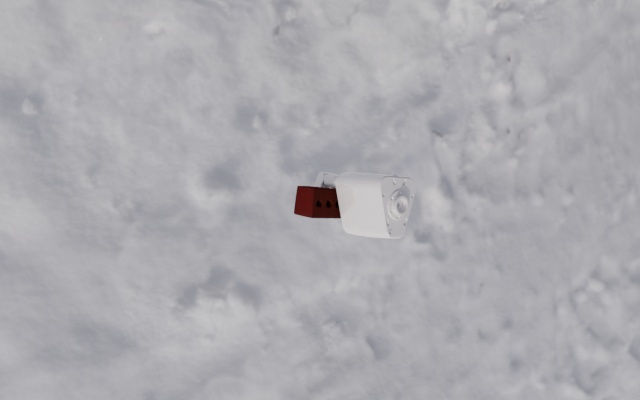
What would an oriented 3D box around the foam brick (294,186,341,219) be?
[{"bbox_3d":[0.000,0.003,0.856,0.078,0.053,0.051,1,7,-39],"label":"foam brick"}]
